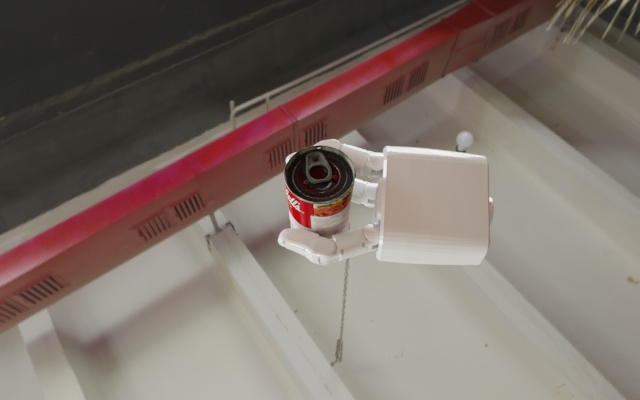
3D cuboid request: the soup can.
[{"bbox_3d":[0.000,0.002,0.491,0.068,0.068,0.102,0,-33,1],"label":"soup can"}]
